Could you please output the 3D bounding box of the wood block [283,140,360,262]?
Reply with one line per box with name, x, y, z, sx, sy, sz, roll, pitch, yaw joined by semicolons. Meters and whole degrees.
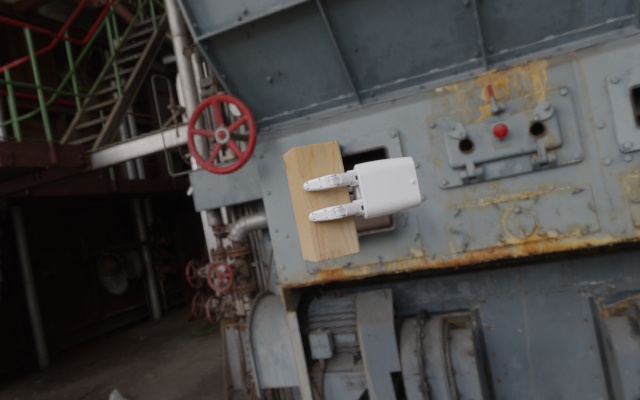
wood block;0.000;0.003;0.891;0.090;0.206;0.091;-11;-1;-16
